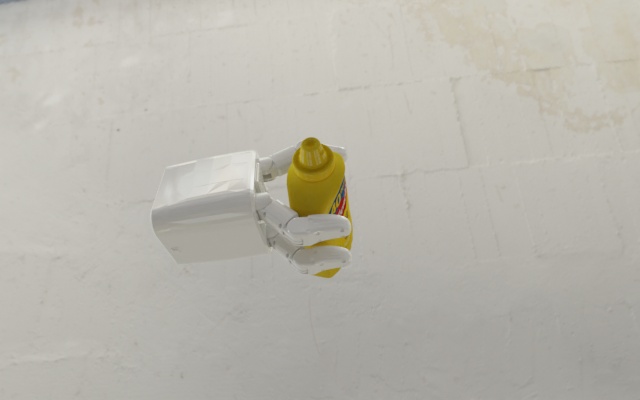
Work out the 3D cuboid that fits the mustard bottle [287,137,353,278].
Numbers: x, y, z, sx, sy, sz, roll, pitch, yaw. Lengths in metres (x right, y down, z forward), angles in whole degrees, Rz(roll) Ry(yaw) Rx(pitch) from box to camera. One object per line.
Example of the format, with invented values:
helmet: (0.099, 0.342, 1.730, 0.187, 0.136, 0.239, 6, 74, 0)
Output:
mustard bottle: (0.000, 0.002, 0.520, 0.058, 0.096, 0.192, 11, -33, 15)
